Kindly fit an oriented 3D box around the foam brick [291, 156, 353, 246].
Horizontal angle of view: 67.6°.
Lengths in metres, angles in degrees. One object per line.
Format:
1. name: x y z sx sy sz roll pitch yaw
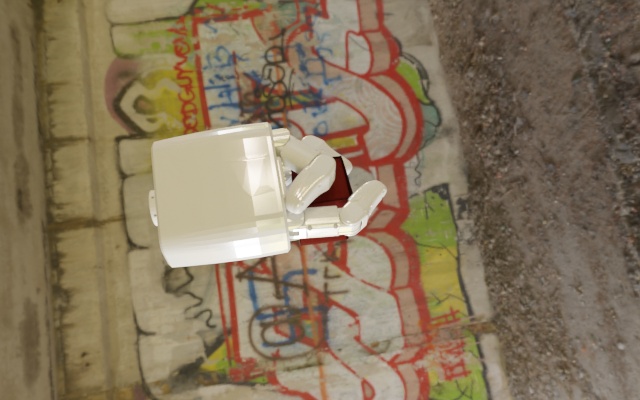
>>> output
1. foam brick: 0.000 0.002 0.472 0.051 0.053 0.078 -9 -34 -7
